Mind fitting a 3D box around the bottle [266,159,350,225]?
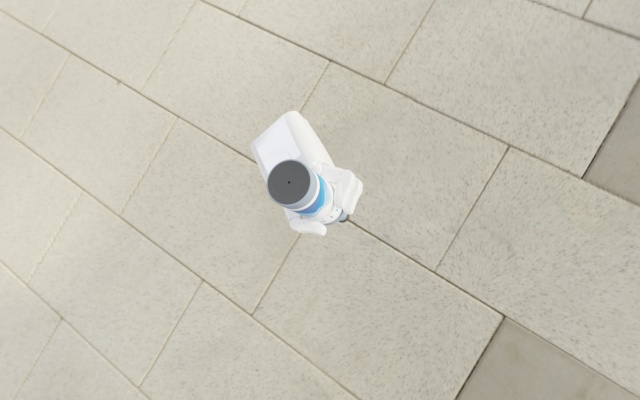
[{"bbox_3d":[0.000,0.003,0.783,0.069,0.069,0.296,0,-11,17],"label":"bottle"}]
